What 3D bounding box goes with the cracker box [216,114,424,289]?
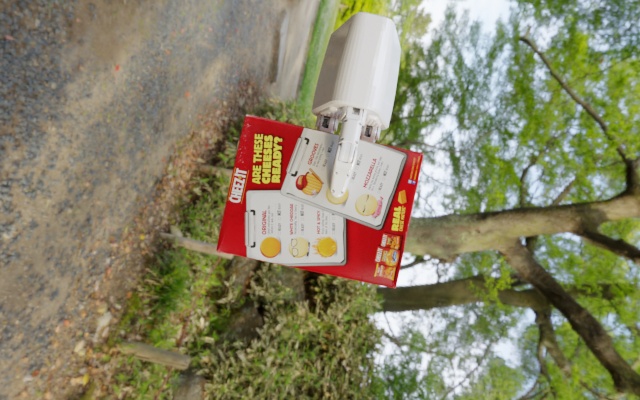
[{"bbox_3d":[0.000,0.002,0.579,0.214,0.164,0.072,12,-2,-1],"label":"cracker box"}]
